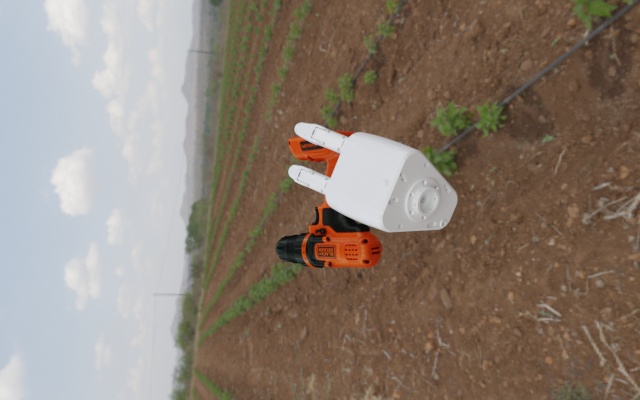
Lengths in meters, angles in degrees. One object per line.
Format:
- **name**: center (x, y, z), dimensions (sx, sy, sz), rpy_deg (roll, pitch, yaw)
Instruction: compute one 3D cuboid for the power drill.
- **power drill**: center (0.000, 0.002, 0.674), dimensions (0.184, 0.187, 0.057), rpy_deg (-4, 2, 41)
